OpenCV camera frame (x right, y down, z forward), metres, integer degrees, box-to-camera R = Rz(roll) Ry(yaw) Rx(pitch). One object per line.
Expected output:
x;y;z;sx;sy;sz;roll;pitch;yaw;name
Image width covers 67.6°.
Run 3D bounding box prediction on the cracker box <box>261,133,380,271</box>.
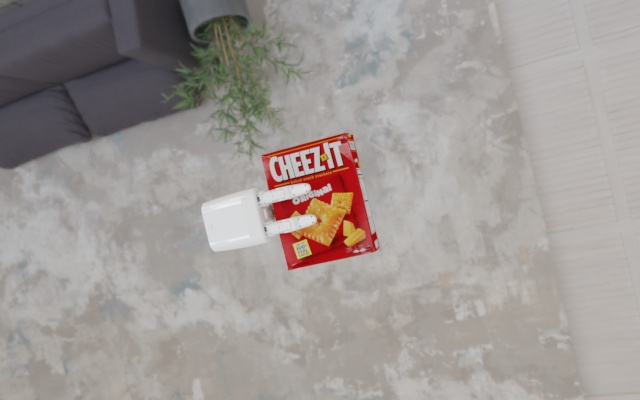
0.000;0.003;0.854;0.164;0.213;0.072;-13;0;13;cracker box
